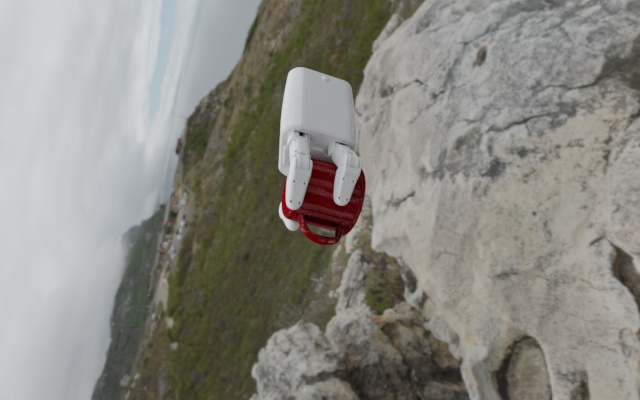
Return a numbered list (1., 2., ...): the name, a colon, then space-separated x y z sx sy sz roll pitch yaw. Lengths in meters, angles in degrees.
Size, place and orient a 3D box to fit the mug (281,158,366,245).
1. mug: 0.000 0.003 0.599 0.081 0.117 0.093 14 -33 -19
